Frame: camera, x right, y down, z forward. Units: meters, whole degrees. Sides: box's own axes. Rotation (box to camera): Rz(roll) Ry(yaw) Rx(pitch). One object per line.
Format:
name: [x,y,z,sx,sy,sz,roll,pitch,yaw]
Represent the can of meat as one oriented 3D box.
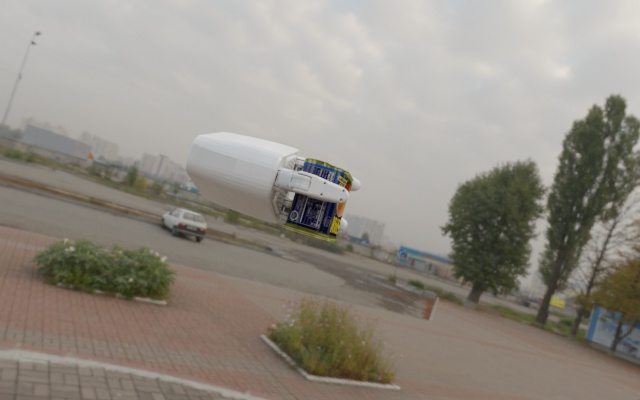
can of meat: [0.000,0.002,0.568,0.057,0.084,0.102,16,-3,10]
